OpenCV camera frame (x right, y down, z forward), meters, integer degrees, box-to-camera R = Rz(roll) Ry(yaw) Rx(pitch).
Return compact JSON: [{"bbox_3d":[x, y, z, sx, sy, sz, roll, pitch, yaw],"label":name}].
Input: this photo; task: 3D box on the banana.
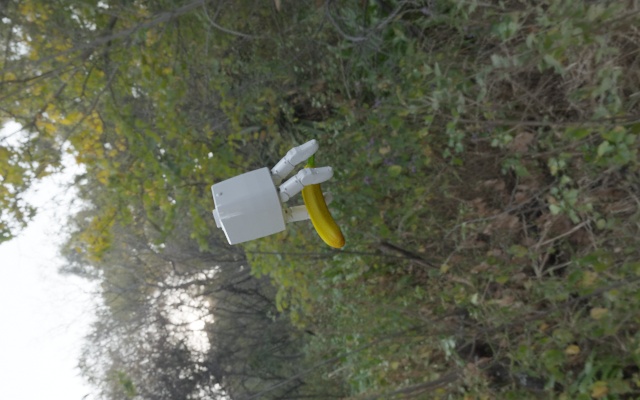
[{"bbox_3d":[-0.002,0.010,0.828,0.037,0.197,0.070,-12,-32,-13],"label":"banana"}]
